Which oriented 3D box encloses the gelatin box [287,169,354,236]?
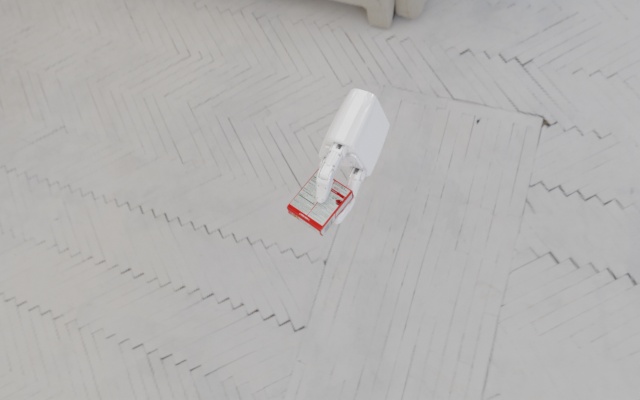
[{"bbox_3d":[0.000,0.003,0.787,0.073,0.089,0.030,33,-18,19],"label":"gelatin box"}]
